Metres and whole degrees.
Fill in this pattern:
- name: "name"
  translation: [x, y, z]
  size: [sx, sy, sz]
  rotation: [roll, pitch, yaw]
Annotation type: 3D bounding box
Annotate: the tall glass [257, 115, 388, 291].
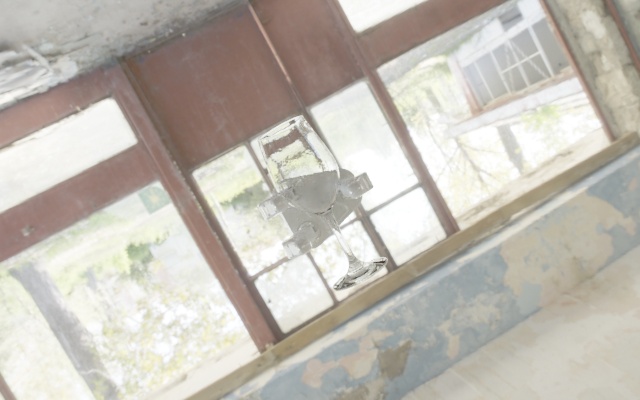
- name: "tall glass"
  translation: [0.000, 0.002, 0.568]
  size: [0.079, 0.201, 0.079]
  rotation: [-29, 4, 2]
